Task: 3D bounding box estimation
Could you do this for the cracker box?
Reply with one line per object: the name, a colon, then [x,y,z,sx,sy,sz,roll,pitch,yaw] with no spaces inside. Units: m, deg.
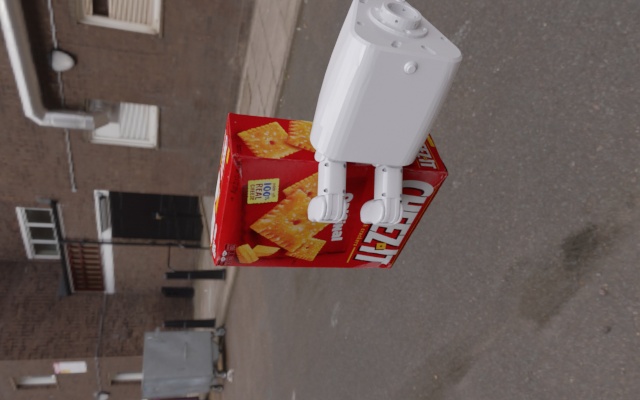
cracker box: [0.000,0.002,0.504,0.214,0.072,0.164,4,-44,-18]
